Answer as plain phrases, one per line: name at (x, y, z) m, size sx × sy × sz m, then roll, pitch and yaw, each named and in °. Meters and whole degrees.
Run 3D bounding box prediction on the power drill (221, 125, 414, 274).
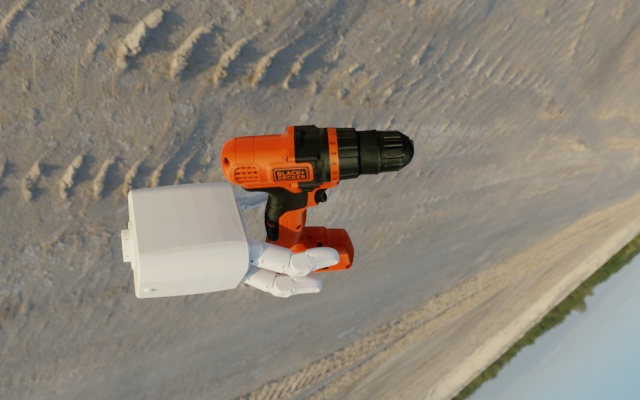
power drill at (0.000, 0.002, 0.510) m, size 0.184 × 0.057 × 0.188 m, roll -2°, pitch -44°, yaw 1°
